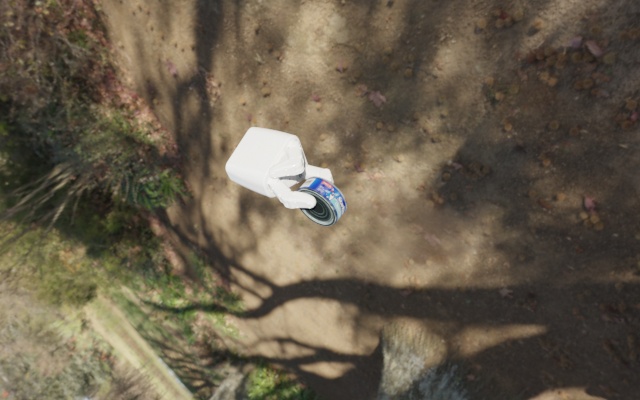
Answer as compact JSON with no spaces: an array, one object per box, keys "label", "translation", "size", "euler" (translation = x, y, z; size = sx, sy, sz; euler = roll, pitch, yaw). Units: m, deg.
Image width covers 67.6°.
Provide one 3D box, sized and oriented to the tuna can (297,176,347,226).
[{"label":"tuna can","translation":[0.000,0.003,0.808],"size":[0.086,0.086,0.033],"euler":[0,40,46]}]
